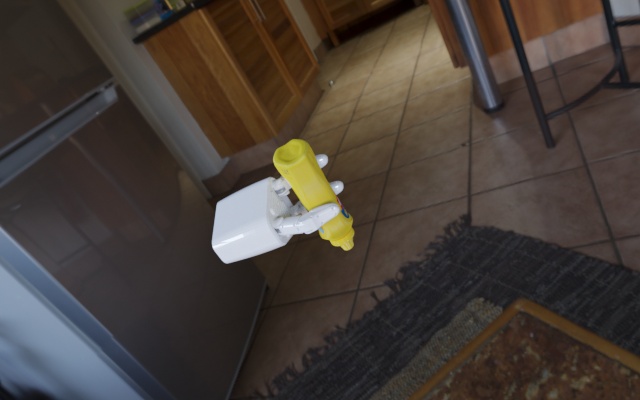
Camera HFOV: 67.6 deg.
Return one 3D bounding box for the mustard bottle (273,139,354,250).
[{"bbox_3d":[0.000,0.002,0.727,0.058,0.192,0.096,-33,26,-2],"label":"mustard bottle"}]
